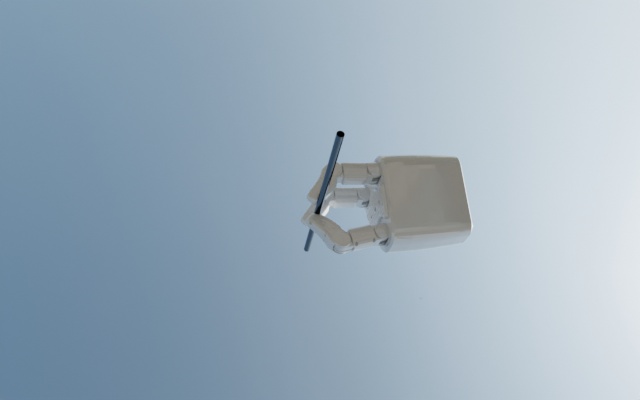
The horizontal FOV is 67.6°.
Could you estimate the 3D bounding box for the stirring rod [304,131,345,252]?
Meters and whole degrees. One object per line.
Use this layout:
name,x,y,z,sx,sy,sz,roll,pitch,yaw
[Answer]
stirring rod,0.000,0.002,0.546,0.011,0.011,0.240,0,-32,-11
